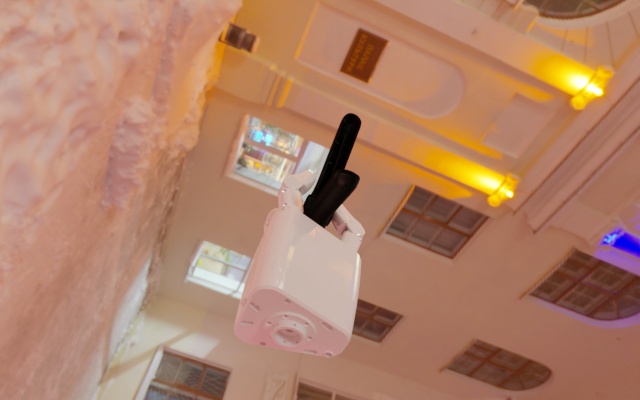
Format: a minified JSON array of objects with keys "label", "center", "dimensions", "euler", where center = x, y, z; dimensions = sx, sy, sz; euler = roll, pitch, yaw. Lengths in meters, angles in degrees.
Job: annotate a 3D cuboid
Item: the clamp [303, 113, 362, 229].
[{"label":"clamp","center":[0.001,0.003,0.578],"dimensions":[0.036,0.210,0.164],"euler":[23,37,-7]}]
